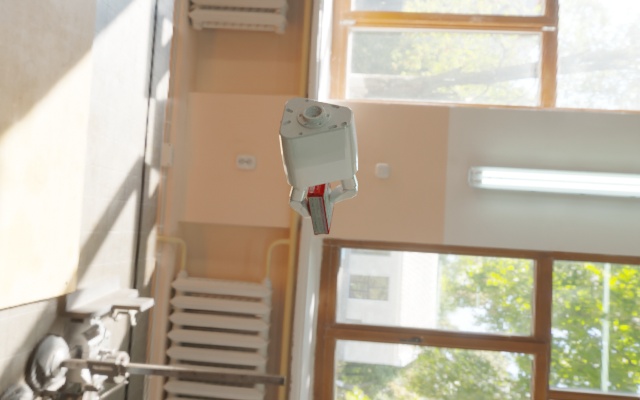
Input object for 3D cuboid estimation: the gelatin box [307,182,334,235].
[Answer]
[{"bbox_3d":[0.001,0.003,0.825,0.030,0.089,0.073,-2,38,11],"label":"gelatin box"}]
